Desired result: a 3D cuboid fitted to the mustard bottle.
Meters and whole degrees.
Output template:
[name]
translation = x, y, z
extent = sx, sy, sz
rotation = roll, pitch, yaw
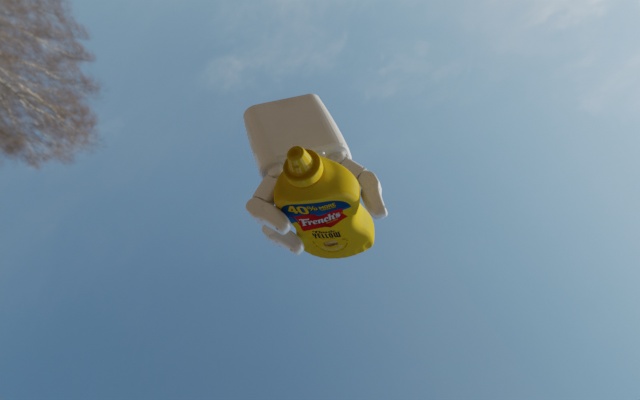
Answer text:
[mustard bottle]
translation = 0.000, 0.002, 0.546
extent = 0.096, 0.058, 0.192
rotation = -4, -33, 15
